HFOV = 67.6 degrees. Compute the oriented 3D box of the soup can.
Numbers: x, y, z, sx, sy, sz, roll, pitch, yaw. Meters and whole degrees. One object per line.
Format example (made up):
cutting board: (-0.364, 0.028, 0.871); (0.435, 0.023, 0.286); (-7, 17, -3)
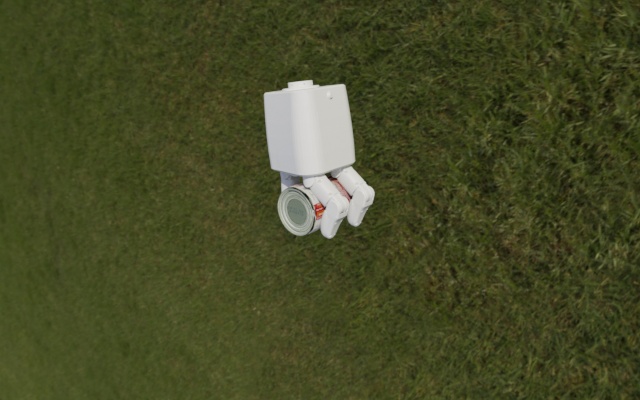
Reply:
soup can: (0.000, 0.003, 0.654); (0.068, 0.068, 0.102); (0, 15, 43)
